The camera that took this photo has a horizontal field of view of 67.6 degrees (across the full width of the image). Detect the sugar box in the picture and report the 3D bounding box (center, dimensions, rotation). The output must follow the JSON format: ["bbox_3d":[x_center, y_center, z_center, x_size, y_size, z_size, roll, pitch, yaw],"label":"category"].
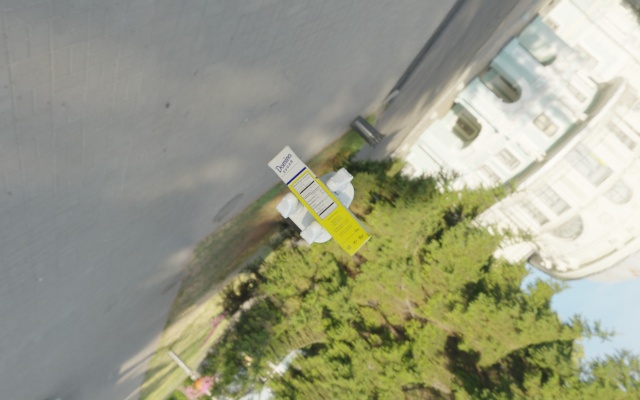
[{"bbox_3d":[0.000,0.003,0.703,0.048,0.176,0.093,-45,-6,-1],"label":"sugar box"}]
